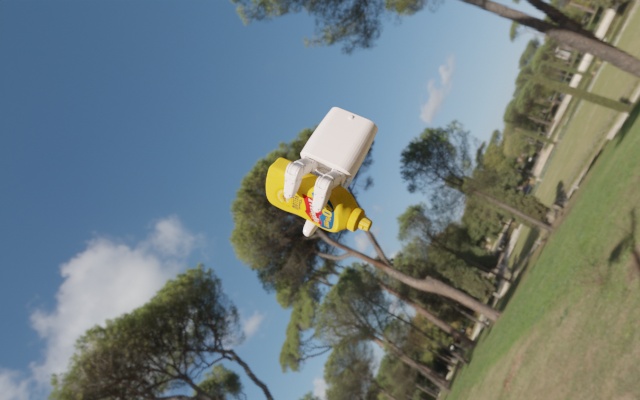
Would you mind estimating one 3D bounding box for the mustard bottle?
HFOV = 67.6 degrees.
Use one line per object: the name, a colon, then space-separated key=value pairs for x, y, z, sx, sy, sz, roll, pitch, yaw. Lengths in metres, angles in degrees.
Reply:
mustard bottle: x=0.000 y=0.003 z=0.810 sx=0.191 sy=0.096 sz=0.058 roll=25 pitch=48 yaw=18
